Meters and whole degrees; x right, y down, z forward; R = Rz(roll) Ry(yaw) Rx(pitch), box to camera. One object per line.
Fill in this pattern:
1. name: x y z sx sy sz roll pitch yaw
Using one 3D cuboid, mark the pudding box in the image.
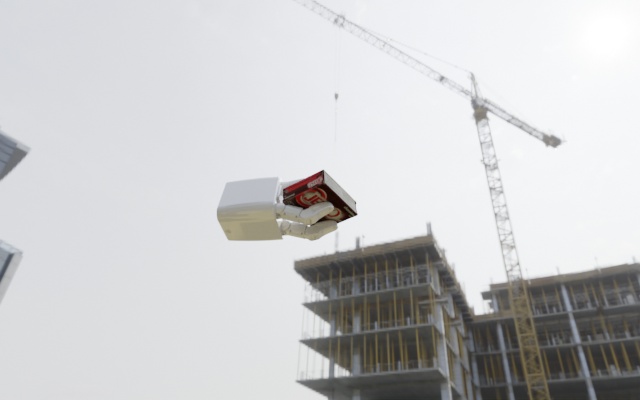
1. pudding box: 0.000 0.003 0.855 0.090 0.039 0.113 -24 -42 26
